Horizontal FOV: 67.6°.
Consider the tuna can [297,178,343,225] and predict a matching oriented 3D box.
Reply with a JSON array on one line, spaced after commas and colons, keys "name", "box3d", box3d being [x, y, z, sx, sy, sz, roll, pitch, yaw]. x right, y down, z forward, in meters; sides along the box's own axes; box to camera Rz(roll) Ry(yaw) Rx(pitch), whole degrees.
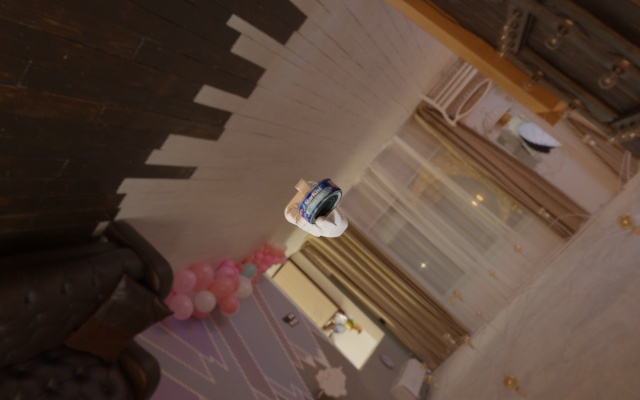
[{"name": "tuna can", "box3d": [0.001, 0.003, 0.870, 0.033, 0.086, 0.086, 43, 16, 18]}]
